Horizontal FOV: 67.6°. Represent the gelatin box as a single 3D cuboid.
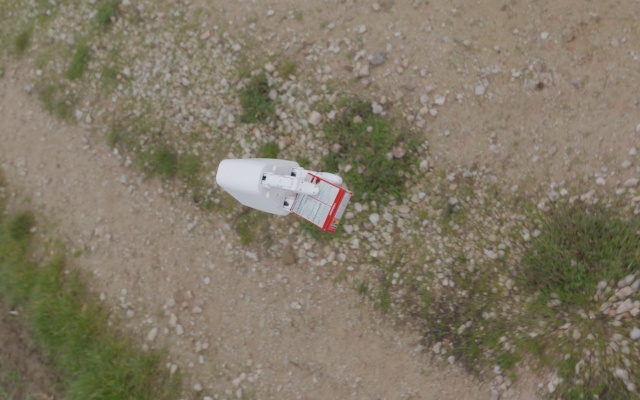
[{"bbox_3d":[0.000,0.003,0.787,0.089,0.073,0.030,27,4,39],"label":"gelatin box"}]
